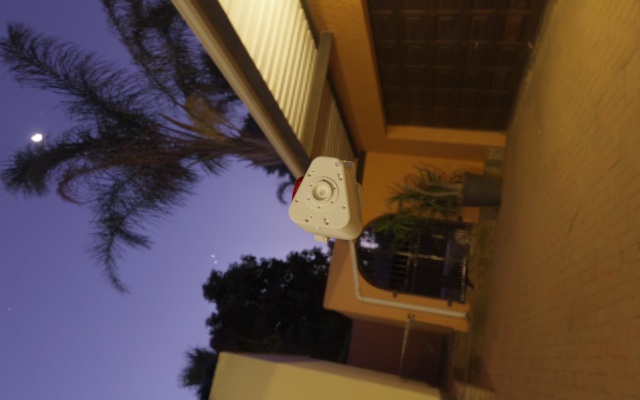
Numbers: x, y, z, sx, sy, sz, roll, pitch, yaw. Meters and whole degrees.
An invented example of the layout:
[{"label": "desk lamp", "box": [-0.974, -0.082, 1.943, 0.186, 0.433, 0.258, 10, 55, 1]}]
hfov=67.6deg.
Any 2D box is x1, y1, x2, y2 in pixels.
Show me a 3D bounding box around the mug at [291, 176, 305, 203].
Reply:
[{"label": "mug", "box": [0.000, 0.003, 0.865, 0.081, 0.093, 0.117, 7, -10, 14]}]
